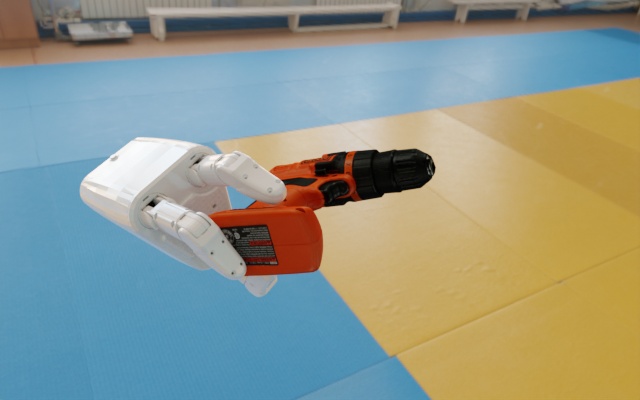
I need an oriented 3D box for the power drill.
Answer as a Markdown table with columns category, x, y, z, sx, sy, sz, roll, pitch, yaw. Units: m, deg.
| category | x | y | z | sx | sy | sz | roll | pitch | yaw |
| --- | --- | --- | --- | --- | --- | --- | --- | --- | --- |
| power drill | 0.000 | 0.002 | 0.439 | 0.184 | 0.057 | 0.187 | -8 | 16 | 28 |
